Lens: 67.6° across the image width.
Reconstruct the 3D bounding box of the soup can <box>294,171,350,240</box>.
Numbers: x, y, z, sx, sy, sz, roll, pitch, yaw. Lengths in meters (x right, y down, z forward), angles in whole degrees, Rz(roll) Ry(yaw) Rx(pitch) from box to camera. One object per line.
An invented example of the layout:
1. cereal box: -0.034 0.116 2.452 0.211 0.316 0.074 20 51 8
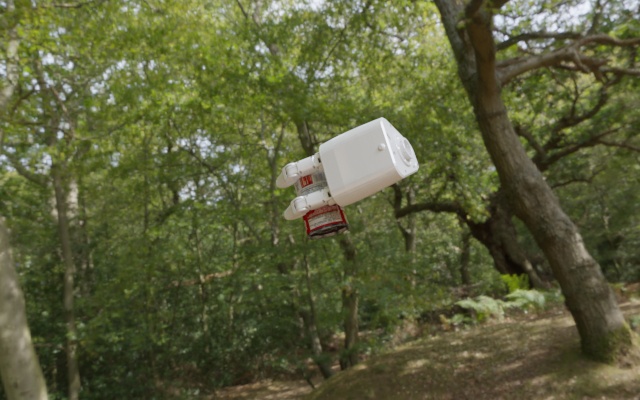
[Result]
1. soup can: 0.000 0.002 0.748 0.068 0.102 0.068 -14 -15 -4
